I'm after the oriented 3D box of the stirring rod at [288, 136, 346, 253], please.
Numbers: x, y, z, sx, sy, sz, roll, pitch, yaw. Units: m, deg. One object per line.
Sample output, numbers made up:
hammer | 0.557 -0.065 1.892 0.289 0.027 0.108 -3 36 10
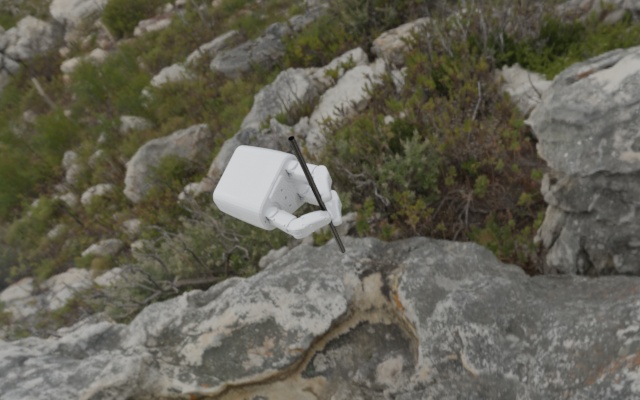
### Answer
stirring rod | 0.000 0.002 0.657 0.011 0.011 0.240 0 -40 22
